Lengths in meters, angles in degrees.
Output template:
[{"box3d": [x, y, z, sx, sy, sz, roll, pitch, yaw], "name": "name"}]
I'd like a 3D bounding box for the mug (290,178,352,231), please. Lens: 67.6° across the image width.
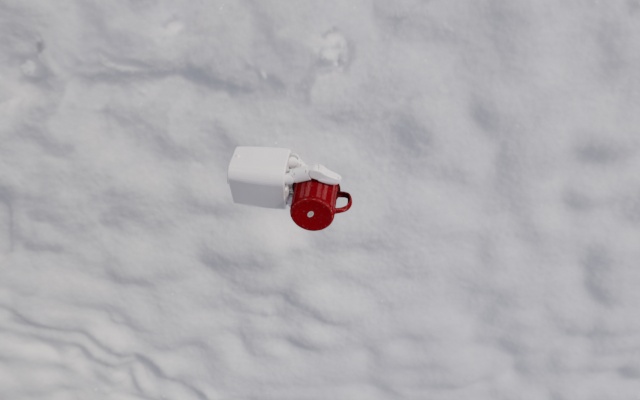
[{"box3d": [0.002, 0.003, 0.885, 0.117, 0.093, 0.081, 4, 39, 4], "name": "mug"}]
